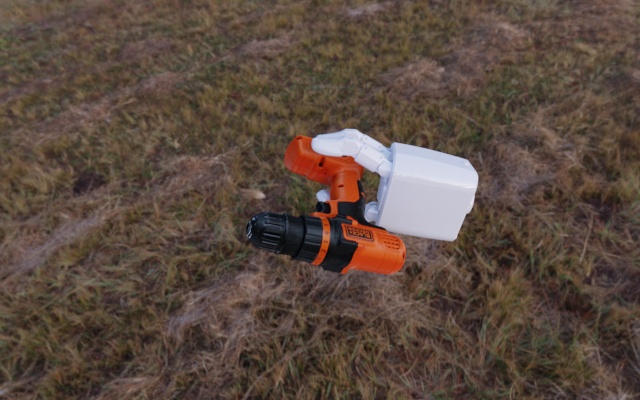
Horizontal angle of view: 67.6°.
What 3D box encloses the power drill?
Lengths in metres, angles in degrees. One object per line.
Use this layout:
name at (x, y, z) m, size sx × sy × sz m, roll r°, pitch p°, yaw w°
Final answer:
power drill at (0.000, 0.002, 0.573) m, size 0.184 × 0.187 × 0.057 m, roll 15°, pitch -50°, yaw -22°
